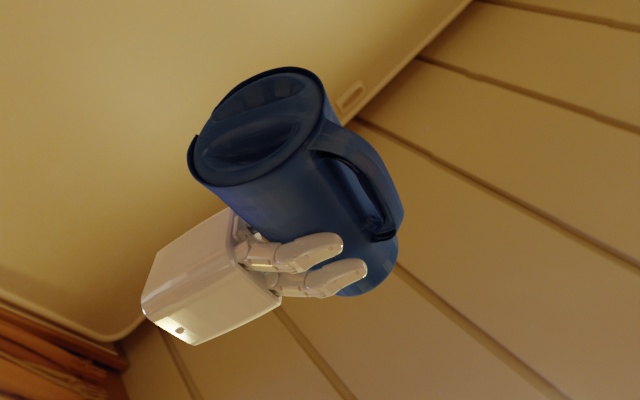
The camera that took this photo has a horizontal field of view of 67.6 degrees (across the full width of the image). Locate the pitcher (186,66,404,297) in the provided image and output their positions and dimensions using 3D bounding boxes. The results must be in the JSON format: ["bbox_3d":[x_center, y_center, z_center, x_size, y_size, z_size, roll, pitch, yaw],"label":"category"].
[{"bbox_3d":[0.000,0.002,0.471,0.145,0.149,0.243,-29,-44,9],"label":"pitcher"}]
